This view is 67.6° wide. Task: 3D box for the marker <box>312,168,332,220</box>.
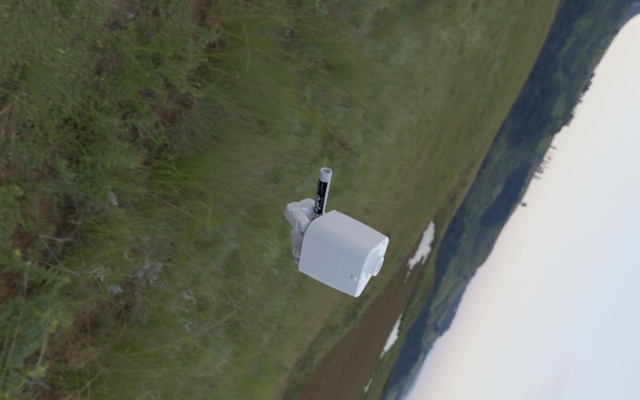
[{"bbox_3d":[0.000,0.002,0.767,0.020,0.121,0.020,7,36,-5],"label":"marker"}]
